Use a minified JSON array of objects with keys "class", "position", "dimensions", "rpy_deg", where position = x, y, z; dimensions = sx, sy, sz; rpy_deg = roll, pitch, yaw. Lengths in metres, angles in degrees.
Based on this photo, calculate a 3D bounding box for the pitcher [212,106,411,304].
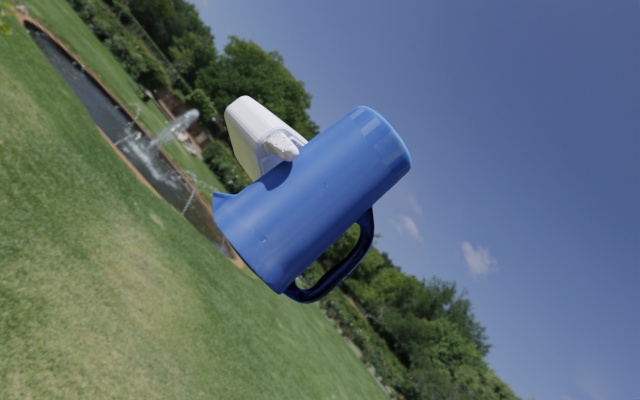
[{"class":"pitcher","position":[0.000,0.002,0.606],"dimensions":[0.145,0.243,0.149],"rpy_deg":[45,-8,40]}]
